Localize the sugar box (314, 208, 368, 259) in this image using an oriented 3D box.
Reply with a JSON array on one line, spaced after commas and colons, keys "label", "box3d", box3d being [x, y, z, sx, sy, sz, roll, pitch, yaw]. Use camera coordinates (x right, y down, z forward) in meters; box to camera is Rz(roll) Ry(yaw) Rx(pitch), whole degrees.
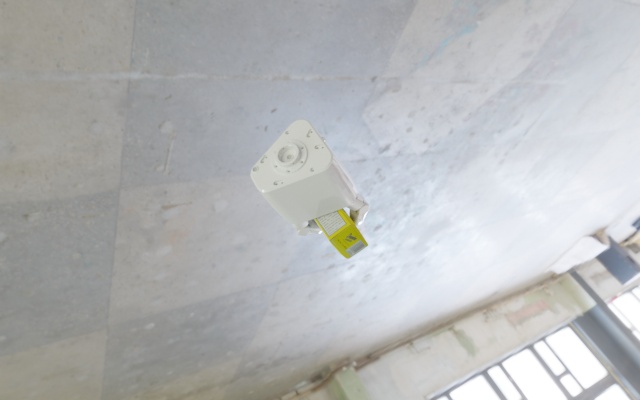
[{"label": "sugar box", "box3d": [0.001, 0.002, 0.738, 0.048, 0.176, 0.093, -35, -31, 3]}]
